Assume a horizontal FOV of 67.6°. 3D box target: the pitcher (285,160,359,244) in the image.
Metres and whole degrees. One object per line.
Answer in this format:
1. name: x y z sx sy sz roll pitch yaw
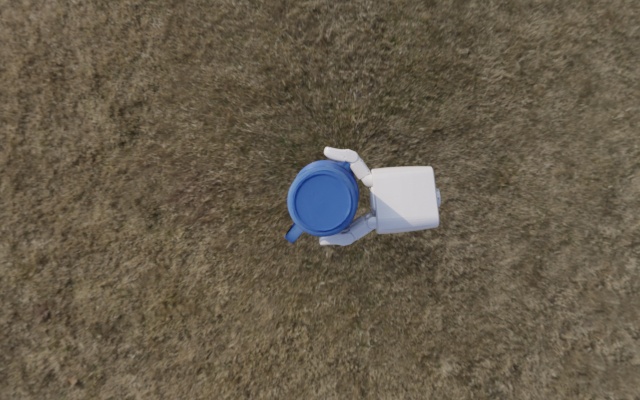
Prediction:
1. pitcher: 0.000 0.003 0.835 0.145 0.149 0.243 -4 4 2
